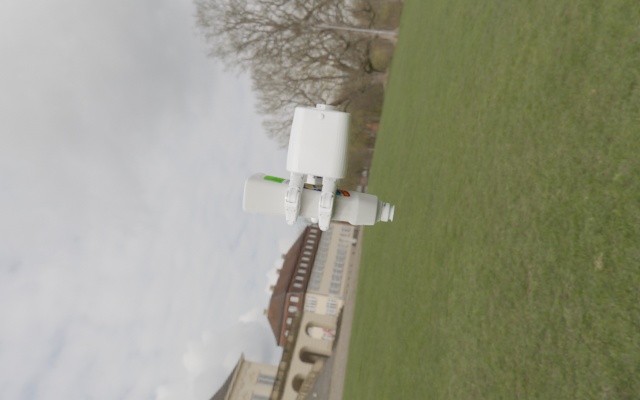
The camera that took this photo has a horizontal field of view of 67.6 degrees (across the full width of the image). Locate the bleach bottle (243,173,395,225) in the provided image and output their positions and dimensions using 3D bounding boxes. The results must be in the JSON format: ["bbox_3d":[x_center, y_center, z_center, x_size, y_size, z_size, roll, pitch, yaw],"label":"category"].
[{"bbox_3d":[0.000,0.003,0.825,0.251,0.068,0.102,8,9,6],"label":"bleach bottle"}]
